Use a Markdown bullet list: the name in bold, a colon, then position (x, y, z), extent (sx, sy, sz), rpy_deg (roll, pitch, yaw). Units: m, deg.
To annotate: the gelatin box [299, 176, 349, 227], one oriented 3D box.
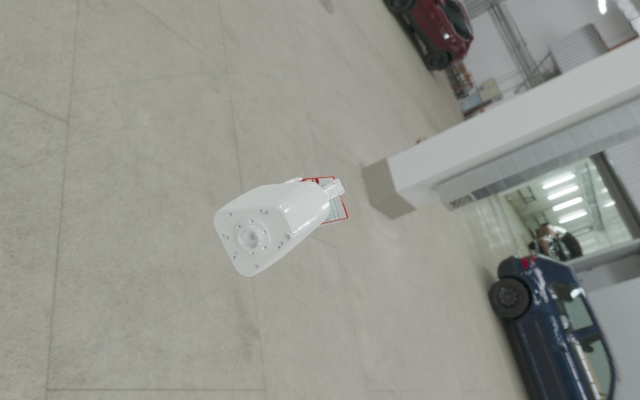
- **gelatin box**: position (0.001, 0.002, 0.735), extent (0.030, 0.073, 0.089), rpy_deg (-24, -8, 32)
